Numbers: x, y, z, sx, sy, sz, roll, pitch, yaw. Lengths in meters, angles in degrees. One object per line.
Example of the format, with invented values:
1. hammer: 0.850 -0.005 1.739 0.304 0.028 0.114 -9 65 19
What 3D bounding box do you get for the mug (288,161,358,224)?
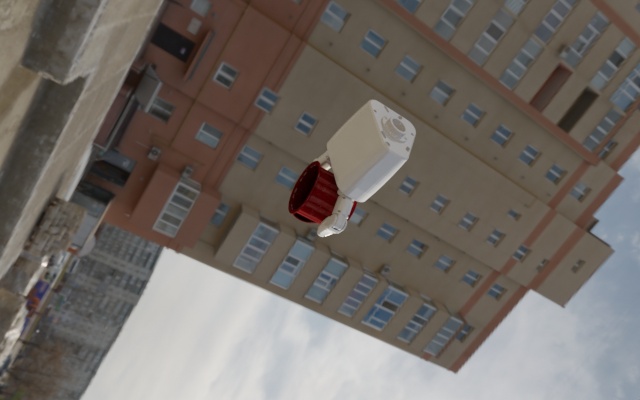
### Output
1. mug: -0.001 0.003 0.771 0.081 0.093 0.117 28 -47 -20
